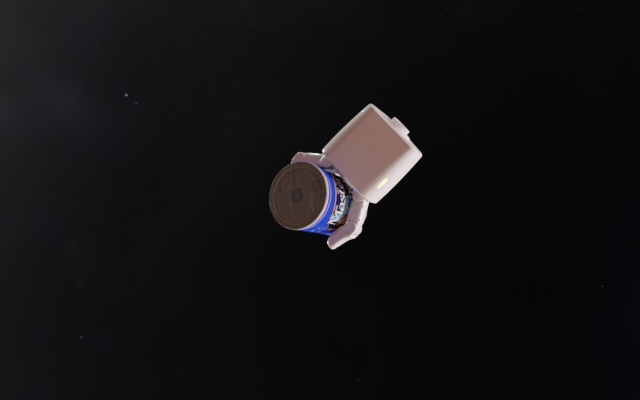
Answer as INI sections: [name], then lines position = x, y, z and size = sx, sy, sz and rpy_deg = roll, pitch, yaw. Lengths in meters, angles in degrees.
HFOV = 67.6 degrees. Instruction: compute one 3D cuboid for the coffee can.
[coffee can]
position = 0.000, 0.003, 0.764
size = 0.103, 0.103, 0.140
rpy_deg = 0, -9, 31
